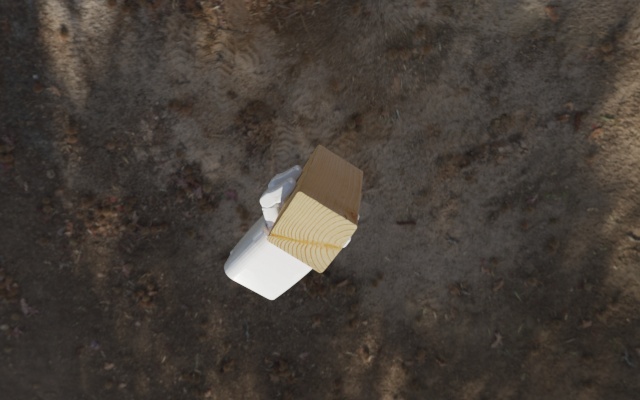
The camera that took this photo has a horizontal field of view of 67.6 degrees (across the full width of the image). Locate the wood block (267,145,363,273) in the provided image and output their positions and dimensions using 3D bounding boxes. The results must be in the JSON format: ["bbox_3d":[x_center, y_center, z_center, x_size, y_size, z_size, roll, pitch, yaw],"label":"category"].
[{"bbox_3d":[0.000,0.003,0.711,0.091,0.090,0.206,32,23,-7],"label":"wood block"}]
